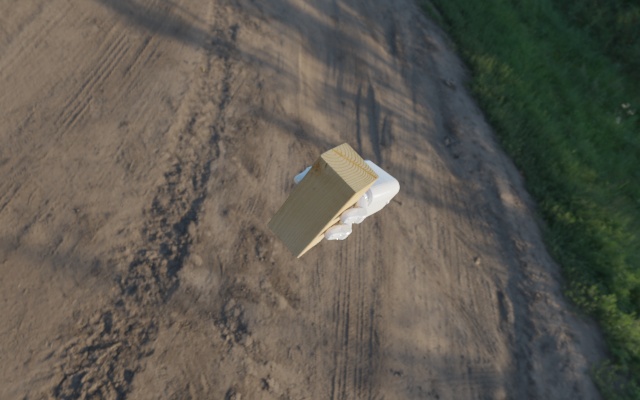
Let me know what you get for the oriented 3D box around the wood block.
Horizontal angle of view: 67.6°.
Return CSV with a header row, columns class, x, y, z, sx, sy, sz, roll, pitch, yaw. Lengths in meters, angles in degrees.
class,x,y,z,sx,sy,sz,roll,pitch,yaw
wood block,0.000,0.002,0.883,0.090,0.091,0.206,-33,-13,-50
